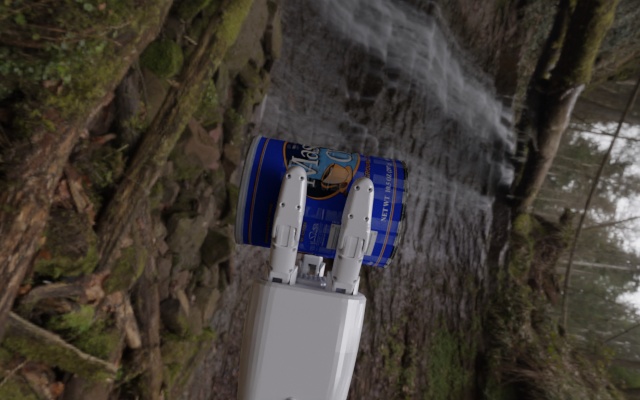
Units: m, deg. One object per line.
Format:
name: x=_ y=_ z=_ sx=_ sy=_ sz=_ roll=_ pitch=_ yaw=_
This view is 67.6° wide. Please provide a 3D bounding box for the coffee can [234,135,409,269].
coffee can: x=0.000 y=0.001 z=0.445 sx=0.140 sy=0.103 sz=0.103 roll=10 pitch=0 yaw=-2
